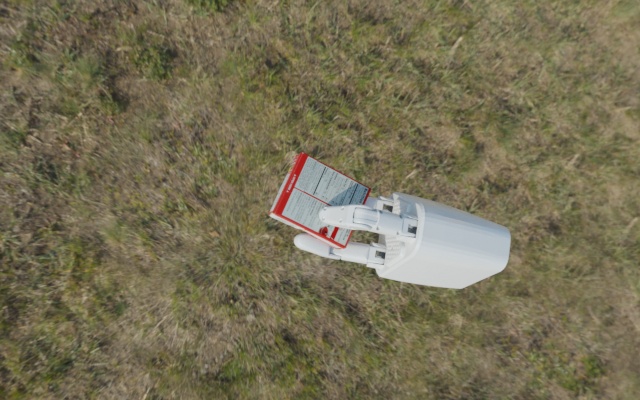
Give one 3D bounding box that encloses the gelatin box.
[{"bbox_3d":[0.000,0.001,0.510,0.089,0.073,0.030,27,-13,-15],"label":"gelatin box"}]
